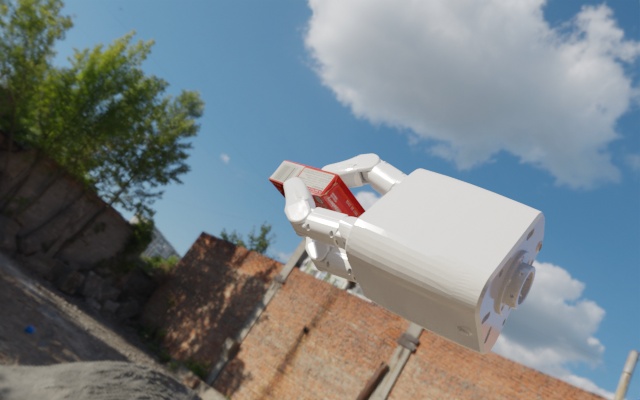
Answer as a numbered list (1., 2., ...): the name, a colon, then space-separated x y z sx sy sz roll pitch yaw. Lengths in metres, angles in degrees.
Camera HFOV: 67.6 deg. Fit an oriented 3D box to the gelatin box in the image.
1. gelatin box: 0.000 0.001 0.465 0.089 0.030 0.073 19 -26 49
